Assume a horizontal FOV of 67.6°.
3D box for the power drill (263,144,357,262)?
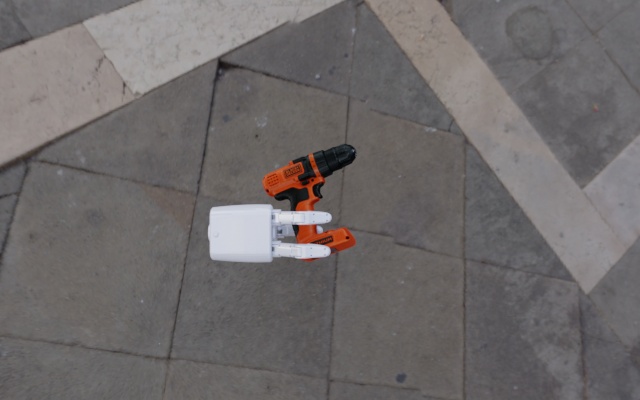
[{"bbox_3d":[0.000,0.003,0.863,0.184,0.187,0.057,-22,-21,11],"label":"power drill"}]
